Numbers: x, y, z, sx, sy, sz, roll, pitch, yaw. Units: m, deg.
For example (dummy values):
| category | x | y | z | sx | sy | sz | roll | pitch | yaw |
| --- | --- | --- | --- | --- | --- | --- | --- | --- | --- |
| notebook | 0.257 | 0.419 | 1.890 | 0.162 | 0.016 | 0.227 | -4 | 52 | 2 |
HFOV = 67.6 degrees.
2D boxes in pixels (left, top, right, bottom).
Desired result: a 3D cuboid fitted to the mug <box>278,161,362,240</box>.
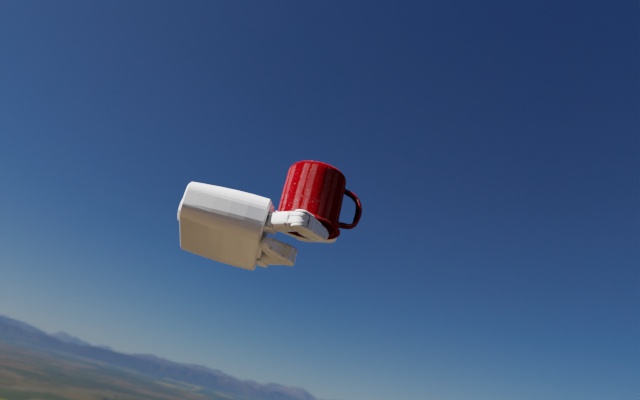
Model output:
| category | x | y | z | sx | sy | sz | roll | pitch | yaw |
| --- | --- | --- | --- | --- | --- | --- | --- | --- | --- |
| mug | 0.002 | 0.002 | 0.648 | 0.117 | 0.081 | 0.093 | 14 | -23 | -4 |
